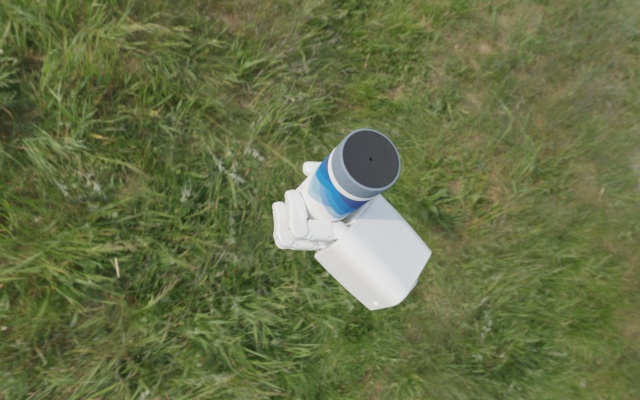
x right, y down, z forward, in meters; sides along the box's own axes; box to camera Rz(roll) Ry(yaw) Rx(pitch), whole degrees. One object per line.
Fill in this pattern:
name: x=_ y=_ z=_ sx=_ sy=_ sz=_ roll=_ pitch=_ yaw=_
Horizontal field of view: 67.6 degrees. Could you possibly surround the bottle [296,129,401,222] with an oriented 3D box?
bottle: x=0.000 y=0.002 z=0.602 sx=0.069 sy=0.069 sz=0.296 roll=0 pitch=-17 yaw=-21
